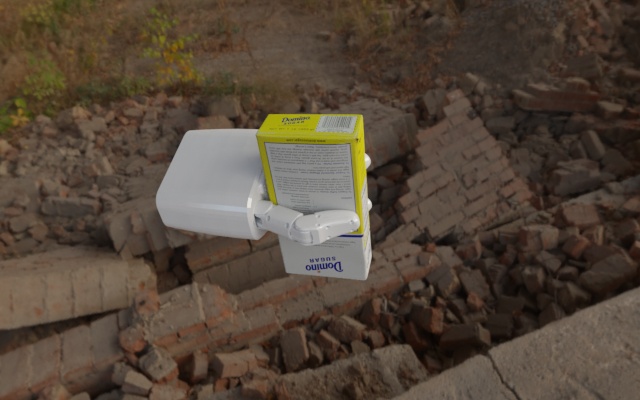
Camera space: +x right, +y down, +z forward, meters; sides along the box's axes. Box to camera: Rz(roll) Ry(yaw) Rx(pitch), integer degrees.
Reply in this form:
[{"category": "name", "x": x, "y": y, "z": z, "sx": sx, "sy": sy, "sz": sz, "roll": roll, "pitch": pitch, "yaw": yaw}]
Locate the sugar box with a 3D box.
[{"category": "sugar box", "x": 0.000, "y": 0.001, "z": 0.476, "sx": 0.093, "sy": 0.176, "sz": 0.048, "roll": 4, "pitch": 41, "yaw": 14}]
